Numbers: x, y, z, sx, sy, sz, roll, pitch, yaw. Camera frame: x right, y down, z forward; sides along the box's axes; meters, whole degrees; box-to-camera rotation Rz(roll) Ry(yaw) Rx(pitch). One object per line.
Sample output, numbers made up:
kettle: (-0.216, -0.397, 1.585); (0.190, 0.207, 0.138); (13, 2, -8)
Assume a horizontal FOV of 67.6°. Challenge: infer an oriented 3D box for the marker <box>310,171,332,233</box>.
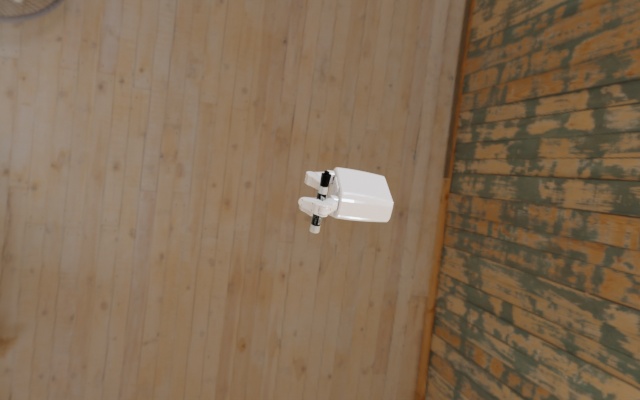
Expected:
marker: (0.000, 0.003, 0.881); (0.020, 0.121, 0.020); (11, 20, -4)
